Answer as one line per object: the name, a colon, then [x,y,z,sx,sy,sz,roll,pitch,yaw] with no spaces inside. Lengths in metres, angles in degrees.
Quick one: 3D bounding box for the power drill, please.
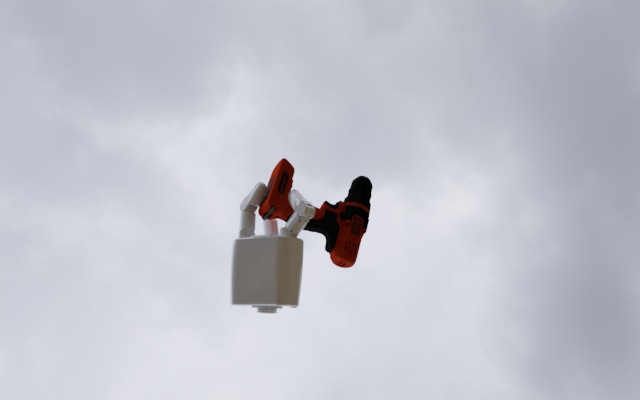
power drill: [0.000,0.003,0.819,0.188,0.184,0.057,26,-35,-14]
